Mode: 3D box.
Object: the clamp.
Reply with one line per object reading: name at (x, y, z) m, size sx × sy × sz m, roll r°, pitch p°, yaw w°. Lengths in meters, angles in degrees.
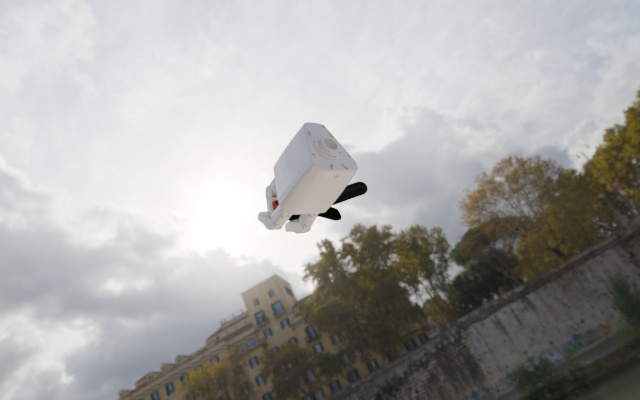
clamp at (0.000, 0.002, 0.855) m, size 0.171 × 0.039 × 0.120 m, roll -3°, pitch -35°, yaw -40°
